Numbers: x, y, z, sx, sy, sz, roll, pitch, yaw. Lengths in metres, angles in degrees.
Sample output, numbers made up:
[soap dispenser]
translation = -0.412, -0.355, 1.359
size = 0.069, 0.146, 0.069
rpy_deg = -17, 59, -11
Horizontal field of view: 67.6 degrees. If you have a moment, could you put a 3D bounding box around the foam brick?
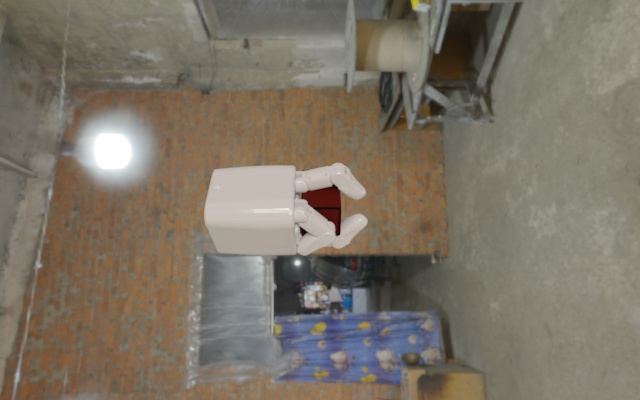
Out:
[foam brick]
translation = 0.000, 0.002, 0.633
size = 0.051, 0.053, 0.078
rpy_deg = -1, 42, 0
